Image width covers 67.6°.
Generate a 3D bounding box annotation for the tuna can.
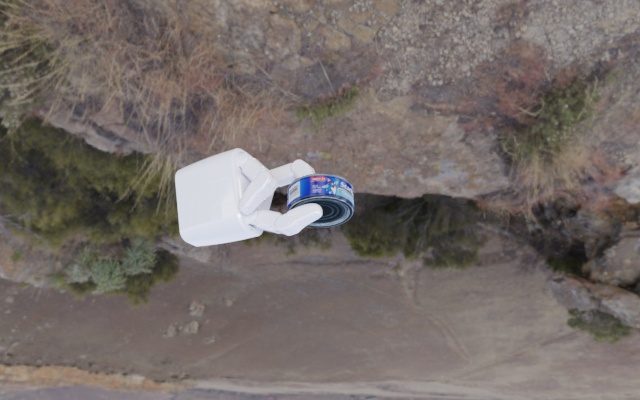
[{"bbox_3d":[0.000,0.002,0.609,0.086,0.033,0.086,-1,-30,-1],"label":"tuna can"}]
